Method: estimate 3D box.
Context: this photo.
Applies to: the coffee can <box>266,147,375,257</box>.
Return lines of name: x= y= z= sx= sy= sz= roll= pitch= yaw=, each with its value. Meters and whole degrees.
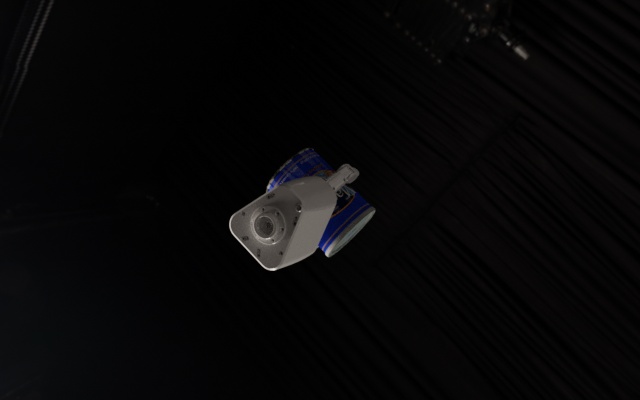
coffee can: x=0.000 y=0.002 z=0.741 sx=0.140 sy=0.103 sz=0.103 roll=45 pitch=11 yaw=11
